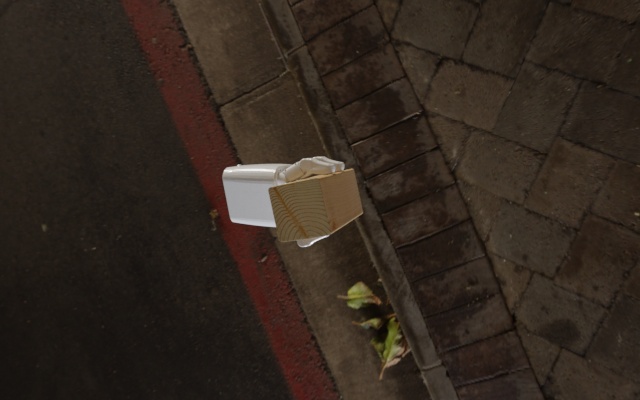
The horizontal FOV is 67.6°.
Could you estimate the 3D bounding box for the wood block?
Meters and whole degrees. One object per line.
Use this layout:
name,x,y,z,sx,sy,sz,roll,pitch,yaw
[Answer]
wood block,0.000,0.003,0.828,0.090,0.091,0.206,-10,4,20
